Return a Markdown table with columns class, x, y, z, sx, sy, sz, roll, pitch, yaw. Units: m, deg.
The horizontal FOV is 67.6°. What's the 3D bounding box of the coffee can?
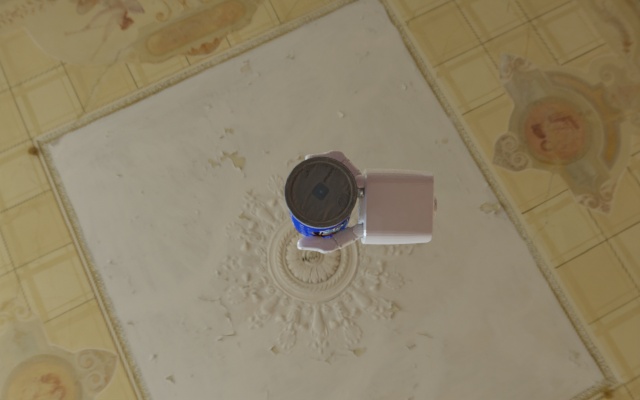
| class | x | y | z | sx | sy | sz | roll | pitch | yaw |
| --- | --- | --- | --- | --- | --- | --- | --- | --- | --- |
| coffee can | 0.000 | 0.002 | 0.729 | 0.103 | 0.102 | 0.140 | 0 | -12 | 0 |
